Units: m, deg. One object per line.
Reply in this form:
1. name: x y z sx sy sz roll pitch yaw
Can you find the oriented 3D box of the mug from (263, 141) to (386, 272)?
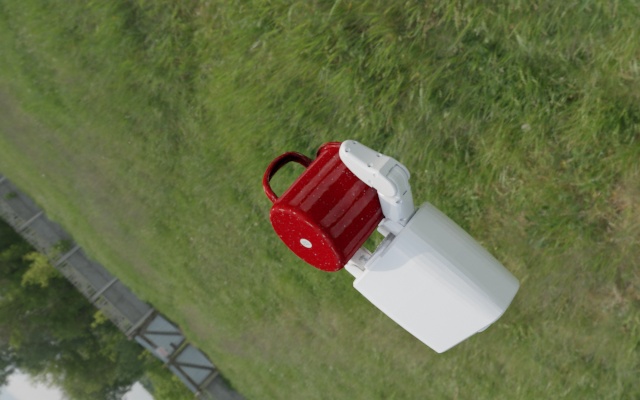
1. mug: -0.001 0.001 0.427 0.117 0.081 0.093 38 -27 8
